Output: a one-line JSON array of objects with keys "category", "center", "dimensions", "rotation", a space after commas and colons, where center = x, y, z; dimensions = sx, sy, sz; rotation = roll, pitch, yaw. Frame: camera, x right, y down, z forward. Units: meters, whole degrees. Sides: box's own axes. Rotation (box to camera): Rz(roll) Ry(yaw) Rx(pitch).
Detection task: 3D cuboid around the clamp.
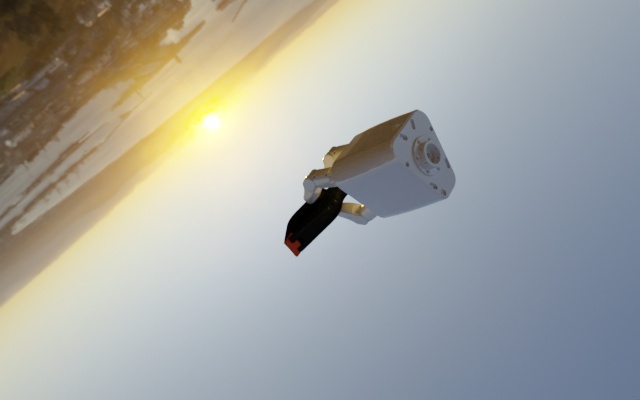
[{"category": "clamp", "center": [0.000, 0.003, 0.717], "dimensions": [0.164, 0.036, 0.210], "rotation": [-20, 27, 51]}]
